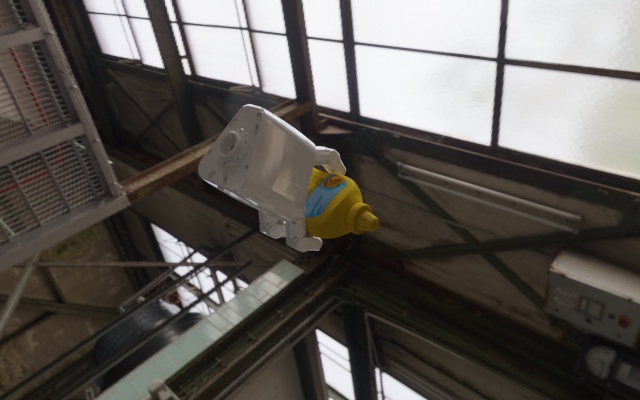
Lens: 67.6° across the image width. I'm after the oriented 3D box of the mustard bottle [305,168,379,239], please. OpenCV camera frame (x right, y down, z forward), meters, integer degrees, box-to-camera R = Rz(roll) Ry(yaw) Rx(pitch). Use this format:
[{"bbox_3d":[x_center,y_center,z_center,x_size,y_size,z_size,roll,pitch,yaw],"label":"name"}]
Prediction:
[{"bbox_3d":[0.000,0.002,0.663,0.191,0.096,0.058,22,-31,39],"label":"mustard bottle"}]
